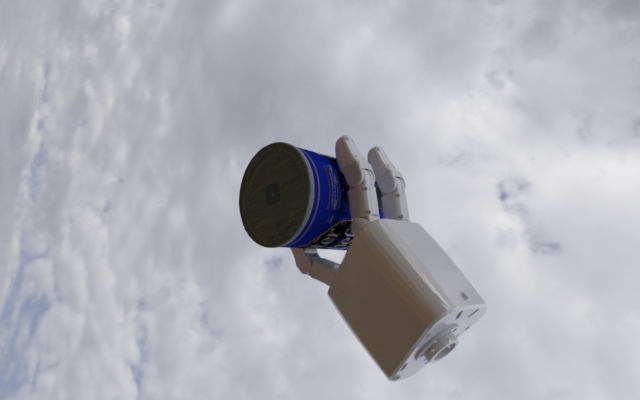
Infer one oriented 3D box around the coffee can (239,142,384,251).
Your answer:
[{"bbox_3d":[0.000,0.002,0.508,0.103,0.103,0.140,0,-6,43],"label":"coffee can"}]
